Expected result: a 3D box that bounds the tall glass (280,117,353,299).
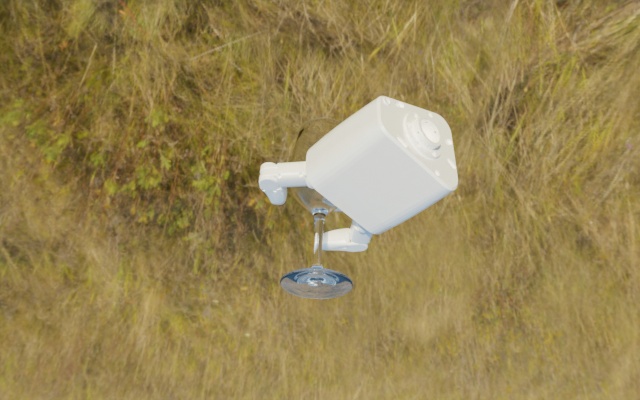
[{"bbox_3d":[0.000,0.002,0.535,0.079,0.201,0.079,2,-33,1],"label":"tall glass"}]
